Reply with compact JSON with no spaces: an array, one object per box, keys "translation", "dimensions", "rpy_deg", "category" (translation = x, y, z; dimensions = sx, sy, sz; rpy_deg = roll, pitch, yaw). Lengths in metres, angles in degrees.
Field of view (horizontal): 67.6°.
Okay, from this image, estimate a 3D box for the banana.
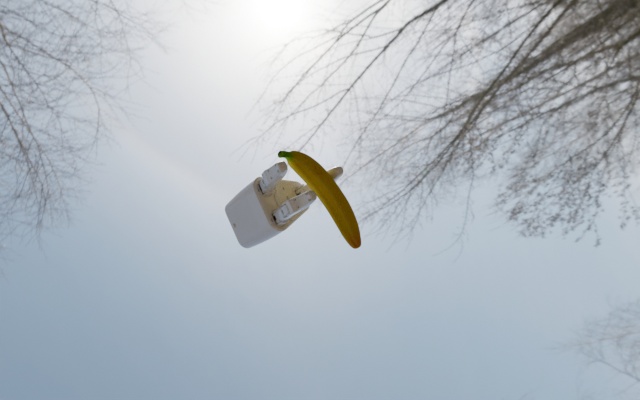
[{"translation":[0.005,-0.010,0.760],"dimensions":[0.037,0.198,0.069],"rpy_deg":[-31,15,38],"category":"banana"}]
